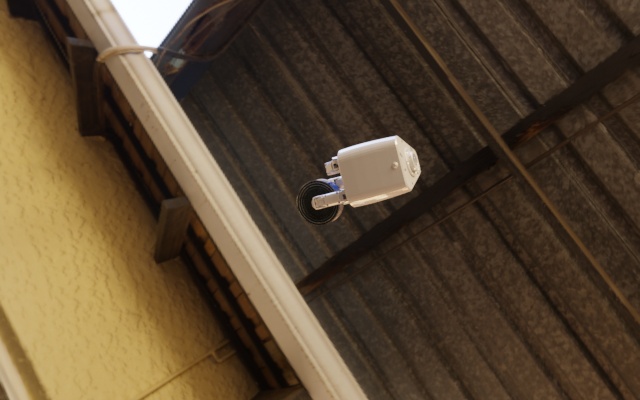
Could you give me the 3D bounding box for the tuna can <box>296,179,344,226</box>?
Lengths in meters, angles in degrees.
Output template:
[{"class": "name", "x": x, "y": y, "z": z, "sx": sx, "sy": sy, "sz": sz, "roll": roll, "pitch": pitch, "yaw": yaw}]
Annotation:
[{"class": "tuna can", "x": 0.000, "y": 0.003, "z": 0.890, "sx": 0.086, "sy": 0.086, "sz": 0.033, "roll": 0, "pitch": 8, "yaw": 23}]
